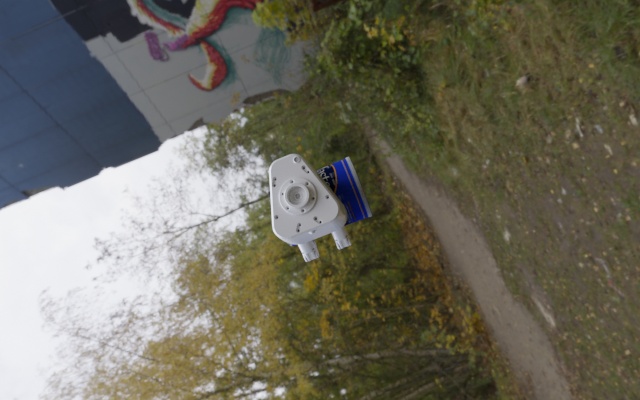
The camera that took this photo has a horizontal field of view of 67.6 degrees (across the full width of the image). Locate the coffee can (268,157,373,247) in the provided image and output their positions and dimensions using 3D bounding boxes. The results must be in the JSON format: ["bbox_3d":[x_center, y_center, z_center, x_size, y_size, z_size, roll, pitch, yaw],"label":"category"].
[{"bbox_3d":[0.000,0.002,0.770,0.140,0.103,0.103,-22,-1,3],"label":"coffee can"}]
